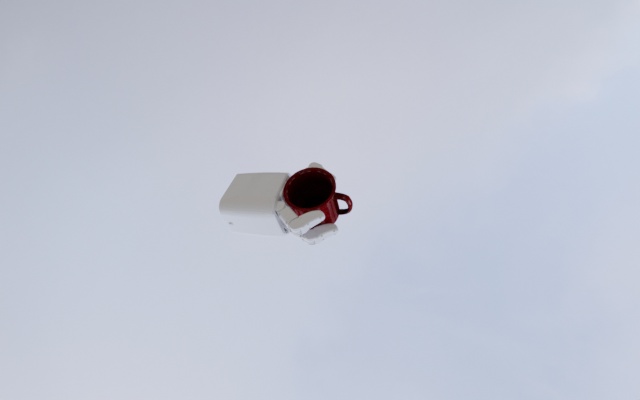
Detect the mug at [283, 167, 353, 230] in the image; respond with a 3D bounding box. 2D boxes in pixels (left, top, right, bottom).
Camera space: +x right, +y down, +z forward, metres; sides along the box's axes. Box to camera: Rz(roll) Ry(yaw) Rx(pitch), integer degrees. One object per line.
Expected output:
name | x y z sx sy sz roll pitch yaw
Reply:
mug | 0.002 0.003 0.843 0.117 0.093 0.082 3 -34 16
